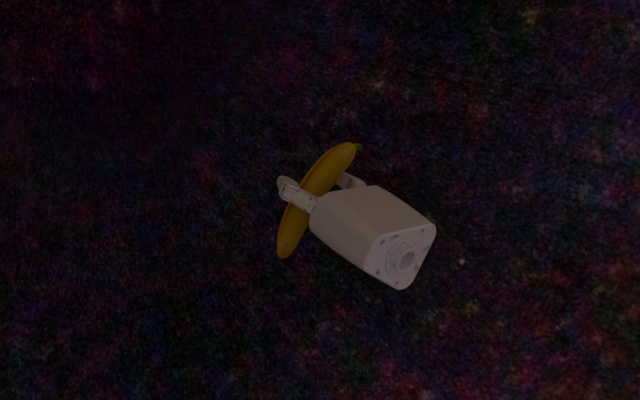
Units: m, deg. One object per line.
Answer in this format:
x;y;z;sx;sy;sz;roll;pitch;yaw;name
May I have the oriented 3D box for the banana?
-0.005;-0.008;0.648;0.037;0.198;0.070;33;-6;34;banana
